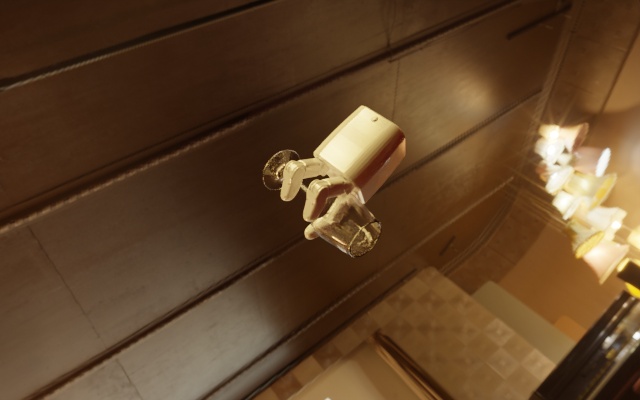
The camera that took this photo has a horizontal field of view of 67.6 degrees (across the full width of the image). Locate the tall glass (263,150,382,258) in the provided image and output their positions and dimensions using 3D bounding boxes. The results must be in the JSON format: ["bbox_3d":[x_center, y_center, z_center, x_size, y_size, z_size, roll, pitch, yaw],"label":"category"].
[{"bbox_3d":[0.000,0.002,0.718,0.079,0.079,0.201,0,32,-48],"label":"tall glass"}]
